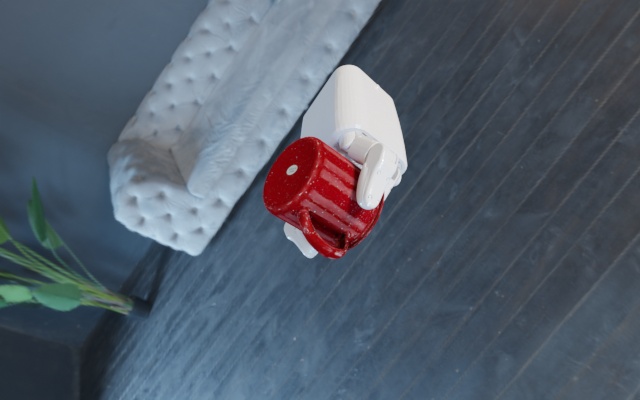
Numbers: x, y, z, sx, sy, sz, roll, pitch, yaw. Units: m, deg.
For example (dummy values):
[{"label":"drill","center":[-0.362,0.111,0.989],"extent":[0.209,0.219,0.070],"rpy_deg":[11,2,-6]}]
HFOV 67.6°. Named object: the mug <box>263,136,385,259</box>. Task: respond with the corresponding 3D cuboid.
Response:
[{"label":"mug","center":[0.000,0.003,0.447],"extent":[0.093,0.117,0.081],"rpy_deg":[-33,-50,32]}]
